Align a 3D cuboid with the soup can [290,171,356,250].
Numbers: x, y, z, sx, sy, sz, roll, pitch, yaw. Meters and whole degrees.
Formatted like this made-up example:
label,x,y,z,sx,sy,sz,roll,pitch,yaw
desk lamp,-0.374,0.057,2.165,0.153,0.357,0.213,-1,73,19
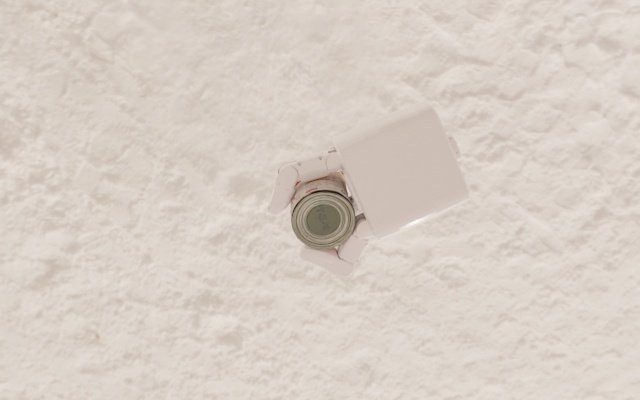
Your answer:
label,x,y,z,sx,sy,sz,roll,pitch,yaw
soup can,0.000,0.002,0.525,0.068,0.068,0.102,0,23,-4
